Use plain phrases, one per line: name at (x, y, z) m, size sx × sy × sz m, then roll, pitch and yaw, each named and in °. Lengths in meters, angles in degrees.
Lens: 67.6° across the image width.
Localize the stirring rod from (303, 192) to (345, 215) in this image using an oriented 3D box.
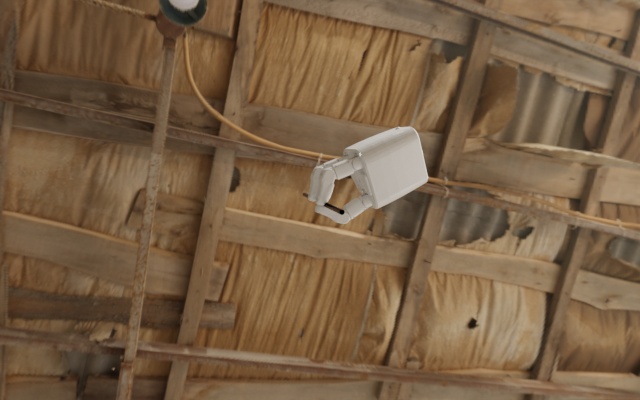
stirring rod at (0.000, 0.003, 0.794) m, size 0.011 × 0.011 × 0.239 m, roll 0°, pitch 7°, yaw -15°
